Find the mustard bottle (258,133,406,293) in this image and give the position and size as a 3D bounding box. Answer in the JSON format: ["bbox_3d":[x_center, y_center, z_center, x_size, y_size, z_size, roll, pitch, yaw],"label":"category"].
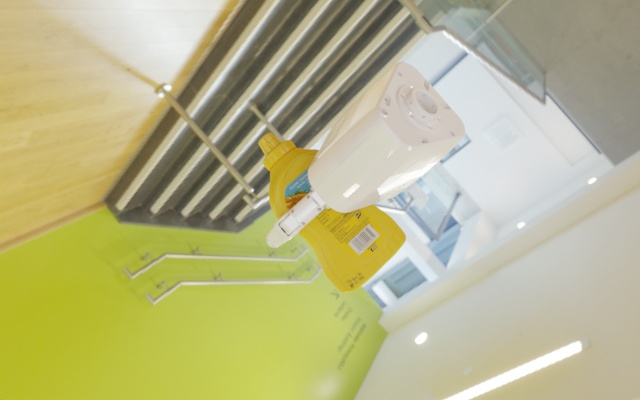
[{"bbox_3d":[0.000,0.002,0.528,0.096,0.191,0.058,-41,-1,-20],"label":"mustard bottle"}]
